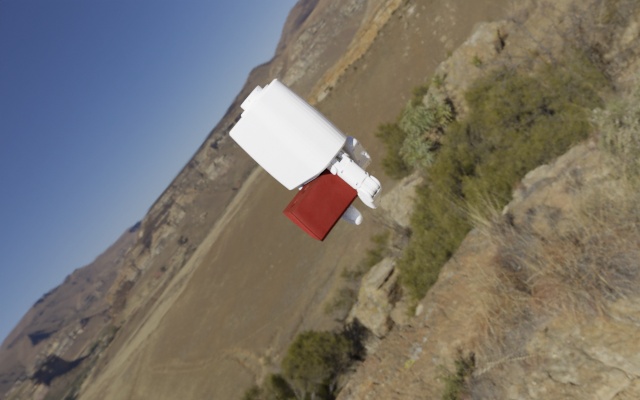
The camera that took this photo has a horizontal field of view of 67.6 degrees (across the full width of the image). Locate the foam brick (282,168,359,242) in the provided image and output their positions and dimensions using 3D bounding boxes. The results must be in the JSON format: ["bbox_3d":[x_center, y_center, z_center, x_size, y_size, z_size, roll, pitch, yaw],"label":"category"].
[{"bbox_3d":[0.000,0.002,0.578,0.051,0.078,0.053,40,-11,-14],"label":"foam brick"}]
